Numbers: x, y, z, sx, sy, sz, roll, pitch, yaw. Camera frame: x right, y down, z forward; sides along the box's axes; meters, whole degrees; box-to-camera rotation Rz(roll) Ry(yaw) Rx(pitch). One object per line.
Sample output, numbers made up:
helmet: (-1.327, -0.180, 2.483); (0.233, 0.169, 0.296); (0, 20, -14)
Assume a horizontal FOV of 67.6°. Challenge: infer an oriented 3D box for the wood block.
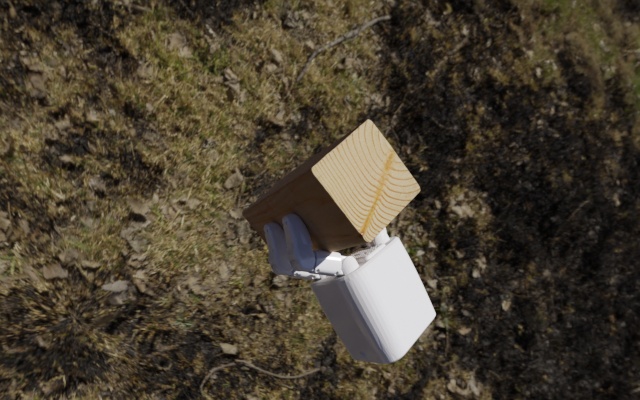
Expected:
wood block: (0.001, 0.002, 0.538); (0.090, 0.090, 0.206); (-42, 8, -29)
